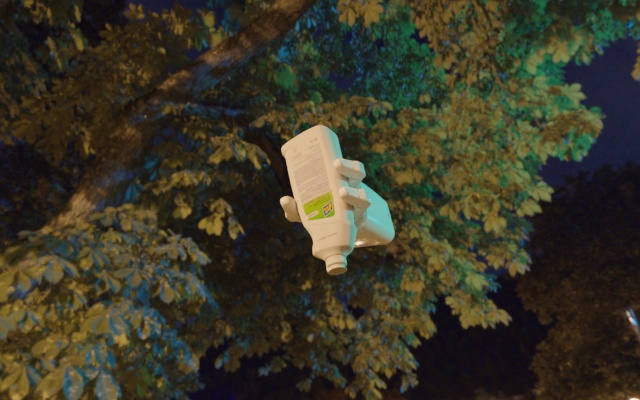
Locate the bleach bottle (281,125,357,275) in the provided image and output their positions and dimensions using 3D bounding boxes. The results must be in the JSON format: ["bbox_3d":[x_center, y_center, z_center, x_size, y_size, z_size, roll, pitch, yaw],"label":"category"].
[{"bbox_3d":[0.000,0.002,0.775,0.102,0.250,0.068,-28,-35,28],"label":"bleach bottle"}]
